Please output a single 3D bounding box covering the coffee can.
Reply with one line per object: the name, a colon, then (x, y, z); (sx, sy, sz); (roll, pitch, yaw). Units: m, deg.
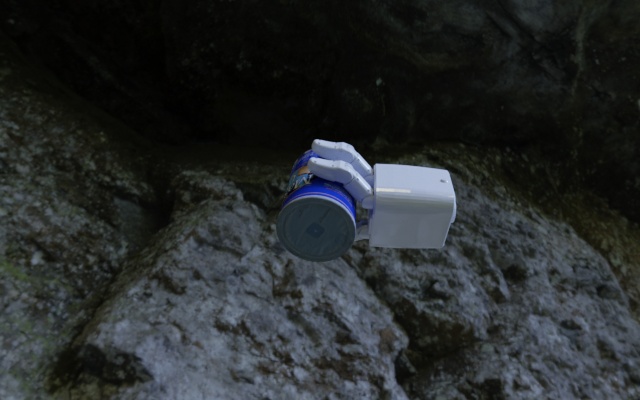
coffee can: (0.000, 0.002, 0.667); (0.103, 0.103, 0.140); (0, 33, 6)
